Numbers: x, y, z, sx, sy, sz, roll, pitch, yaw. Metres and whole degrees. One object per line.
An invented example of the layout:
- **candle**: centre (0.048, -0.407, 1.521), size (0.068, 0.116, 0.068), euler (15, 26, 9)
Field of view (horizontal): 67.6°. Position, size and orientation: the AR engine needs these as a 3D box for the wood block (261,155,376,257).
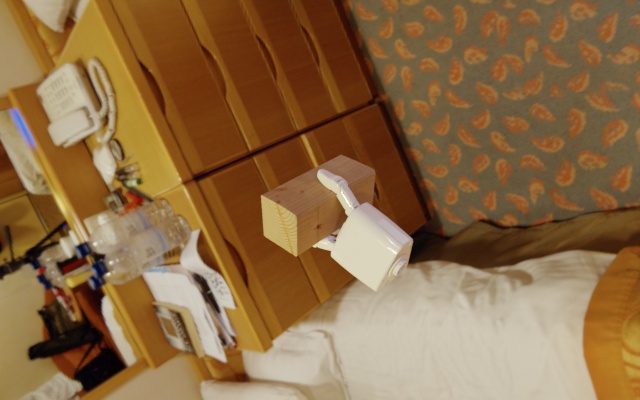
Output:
- **wood block**: centre (0.000, 0.003, 0.877), size (0.090, 0.091, 0.206), euler (28, 42, 34)
